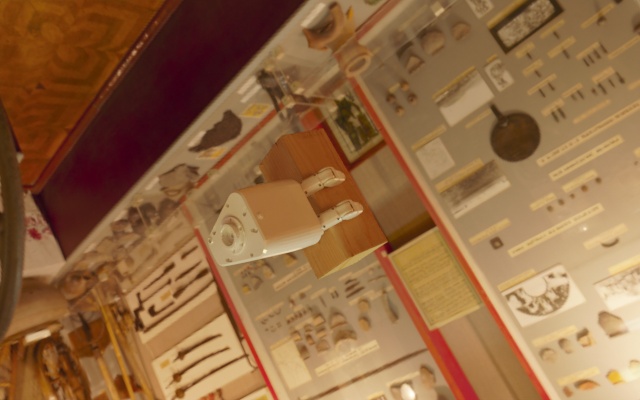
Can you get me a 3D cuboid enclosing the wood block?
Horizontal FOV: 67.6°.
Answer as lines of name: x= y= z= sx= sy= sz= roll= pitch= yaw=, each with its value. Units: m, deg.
wood block: x=0.000 y=0.003 z=0.739 sx=0.090 sy=0.206 sz=0.091 roll=-17 pitch=-17 yaw=-40
